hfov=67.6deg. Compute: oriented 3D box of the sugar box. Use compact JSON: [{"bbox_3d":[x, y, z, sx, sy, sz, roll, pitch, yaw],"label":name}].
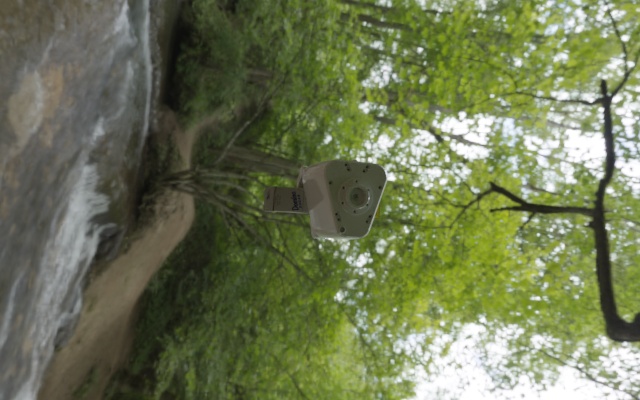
[{"bbox_3d":[0.000,0.002,0.790,0.176,0.048,0.093,6,-3,-16],"label":"sugar box"}]
